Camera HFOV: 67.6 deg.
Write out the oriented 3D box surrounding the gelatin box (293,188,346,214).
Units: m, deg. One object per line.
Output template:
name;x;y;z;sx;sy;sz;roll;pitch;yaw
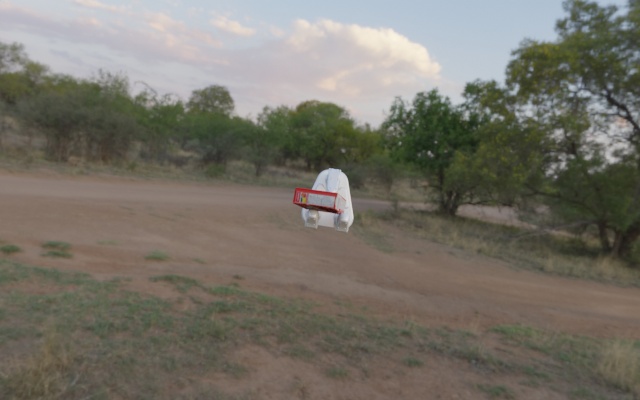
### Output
gelatin box;0.000;0.002;0.814;0.073;0.030;0.089;8;-6;13
